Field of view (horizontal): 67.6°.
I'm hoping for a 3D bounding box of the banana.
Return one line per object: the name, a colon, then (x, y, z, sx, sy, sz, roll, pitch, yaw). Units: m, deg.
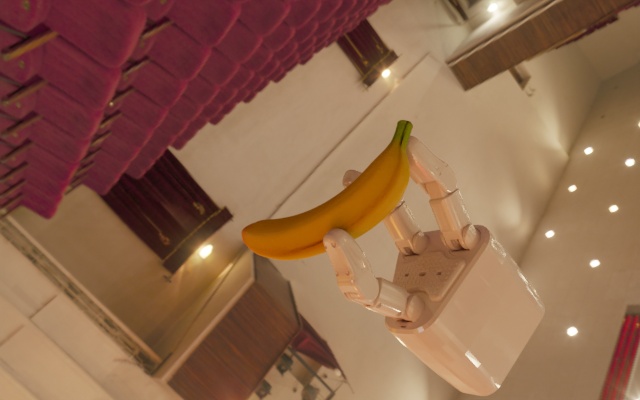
banana: (0.001, 0.013, 0.397, 0.198, 0.069, 0.037, -31, -56, 30)
